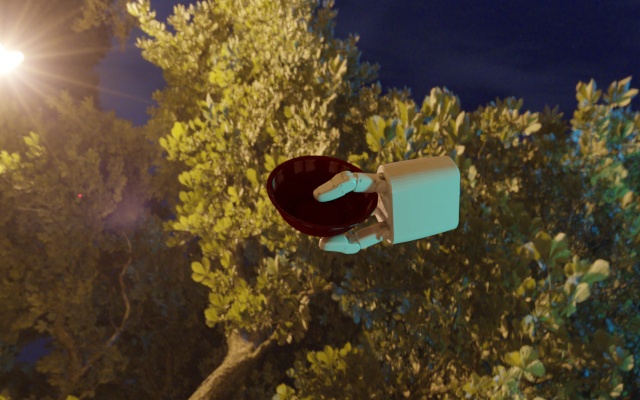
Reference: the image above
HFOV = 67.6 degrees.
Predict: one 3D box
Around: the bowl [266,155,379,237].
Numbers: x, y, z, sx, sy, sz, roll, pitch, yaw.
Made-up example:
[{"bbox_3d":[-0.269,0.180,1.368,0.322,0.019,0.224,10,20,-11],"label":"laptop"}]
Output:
[{"bbox_3d":[-0.001,0.002,0.699,0.162,0.055,0.162,6,41,-5],"label":"bowl"}]
